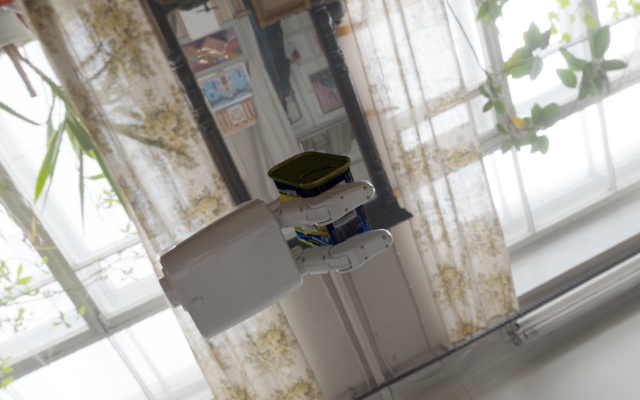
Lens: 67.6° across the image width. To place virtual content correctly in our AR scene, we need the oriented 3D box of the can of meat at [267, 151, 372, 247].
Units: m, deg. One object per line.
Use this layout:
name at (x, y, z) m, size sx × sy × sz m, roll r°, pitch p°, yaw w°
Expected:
can of meat at (0.000, 0.002, 0.487) m, size 0.057 × 0.084 × 0.102 m, roll -31°, pitch 24°, yaw -23°
